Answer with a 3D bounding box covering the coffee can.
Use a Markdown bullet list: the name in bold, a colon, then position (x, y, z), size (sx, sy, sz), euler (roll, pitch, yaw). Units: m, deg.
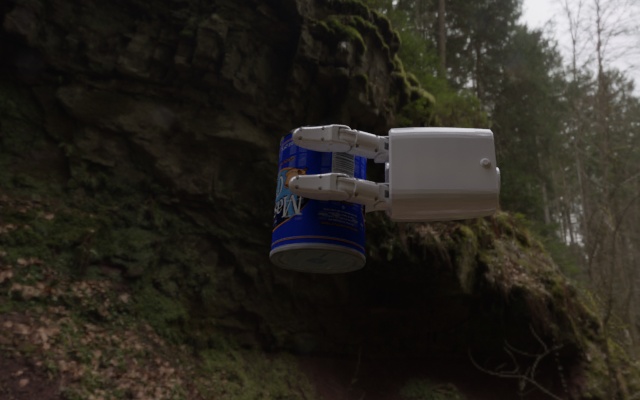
- **coffee can**: position (0.000, 0.002, 0.535), size (0.103, 0.140, 0.103), euler (3, -21, 1)
